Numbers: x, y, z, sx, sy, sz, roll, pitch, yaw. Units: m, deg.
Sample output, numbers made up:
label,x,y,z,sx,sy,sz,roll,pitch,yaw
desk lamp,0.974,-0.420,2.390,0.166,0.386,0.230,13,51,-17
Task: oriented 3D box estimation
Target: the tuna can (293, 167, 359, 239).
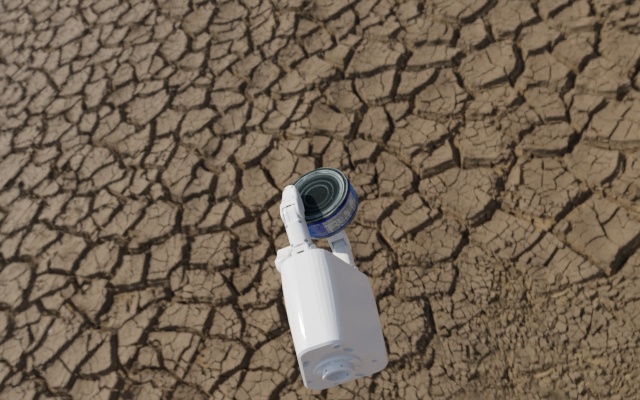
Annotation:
label,x,y,z,sx,sy,sz,roll,pitch,yaw
tuna can,0.000,0.001,0.572,0.086,0.086,0.034,0,-37,30
